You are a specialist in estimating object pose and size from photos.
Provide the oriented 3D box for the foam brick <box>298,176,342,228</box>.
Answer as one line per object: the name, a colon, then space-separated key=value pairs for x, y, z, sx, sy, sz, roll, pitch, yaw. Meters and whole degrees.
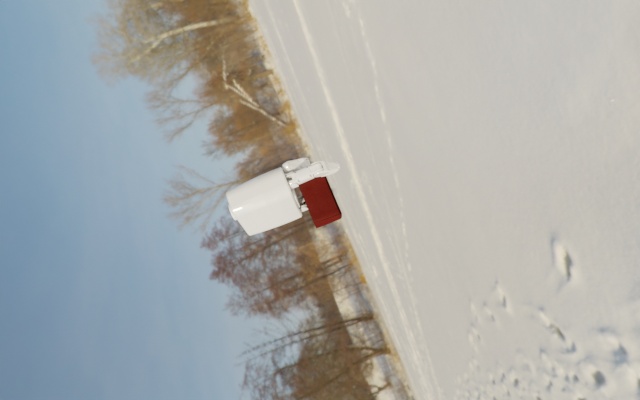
foam brick: x=0.000 y=0.003 z=0.848 sx=0.051 sy=0.078 sz=0.053 roll=-22 pitch=-14 yaw=-2
